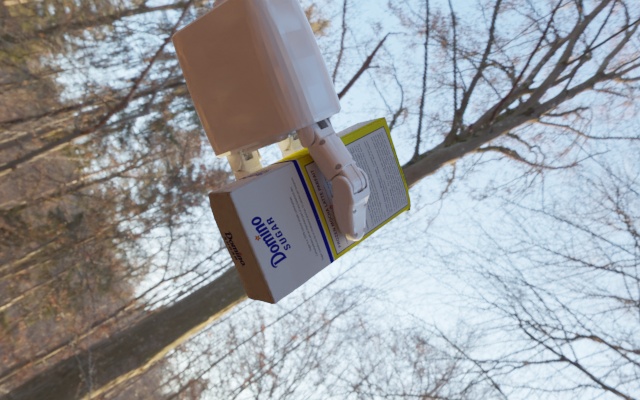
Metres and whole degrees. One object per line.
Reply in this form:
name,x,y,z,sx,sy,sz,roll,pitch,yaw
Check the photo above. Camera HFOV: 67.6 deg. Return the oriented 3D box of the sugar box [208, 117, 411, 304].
sugar box,0.000,0.001,0.404,0.176,0.093,0.048,-28,15,-34
